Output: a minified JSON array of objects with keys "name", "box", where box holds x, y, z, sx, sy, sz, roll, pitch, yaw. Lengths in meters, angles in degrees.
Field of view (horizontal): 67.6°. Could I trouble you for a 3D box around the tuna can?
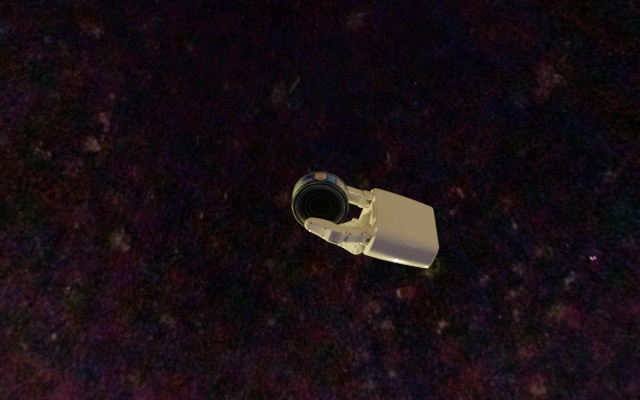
[{"name":"tuna can","box":[0.000,0.003,0.711,0.086,0.086,0.033,0,29,3]}]
